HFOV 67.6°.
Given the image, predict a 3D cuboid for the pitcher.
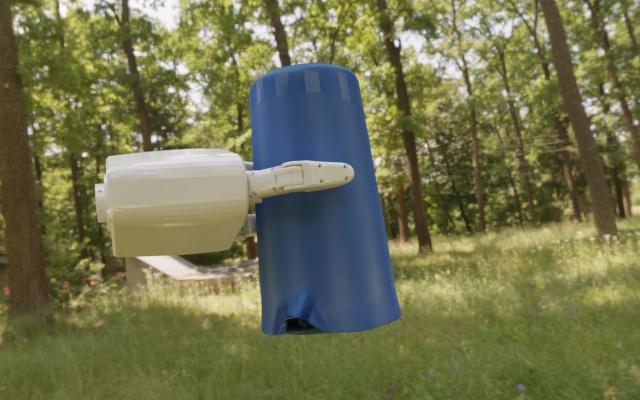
[{"bbox_3d":[0.000,0.002,0.471,0.145,0.243,0.149,-5,-4,-23],"label":"pitcher"}]
